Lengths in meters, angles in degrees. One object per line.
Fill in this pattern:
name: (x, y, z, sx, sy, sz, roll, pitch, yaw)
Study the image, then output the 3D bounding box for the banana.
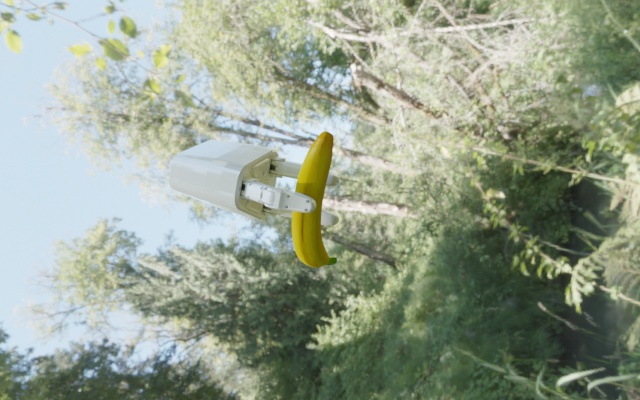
banana: (-0.009, 0.013, 0.598, 0.037, 0.198, 0.069, 15, 34, 25)
